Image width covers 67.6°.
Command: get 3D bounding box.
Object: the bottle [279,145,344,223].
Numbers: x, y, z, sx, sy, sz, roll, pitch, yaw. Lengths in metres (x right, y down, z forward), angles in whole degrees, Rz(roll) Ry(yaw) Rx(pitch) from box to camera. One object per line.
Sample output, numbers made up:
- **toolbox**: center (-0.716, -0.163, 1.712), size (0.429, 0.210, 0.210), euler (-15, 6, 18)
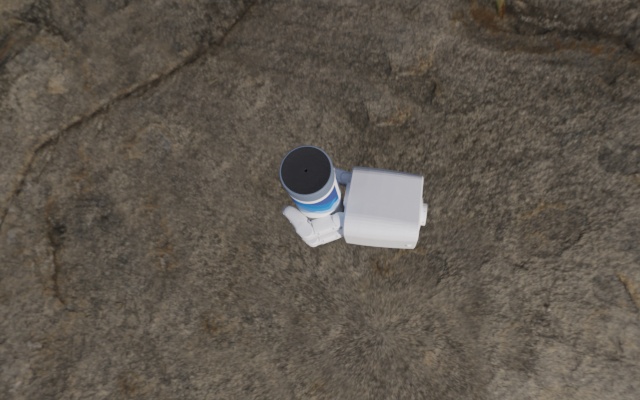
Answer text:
- **bottle**: center (0.000, 0.002, 0.721), size (0.069, 0.069, 0.296), euler (0, -15, 7)
